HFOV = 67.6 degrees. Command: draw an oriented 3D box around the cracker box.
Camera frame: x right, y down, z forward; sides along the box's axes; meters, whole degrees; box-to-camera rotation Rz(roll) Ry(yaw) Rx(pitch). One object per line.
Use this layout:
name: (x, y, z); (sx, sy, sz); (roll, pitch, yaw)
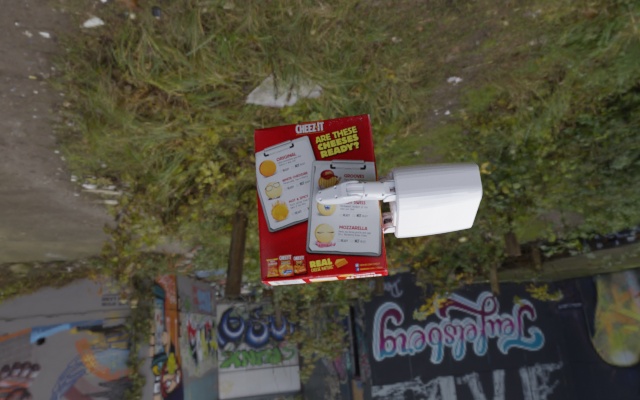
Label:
cracker box: (0.000, 0.002, 0.655); (0.164, 0.213, 0.072); (-7, -15, 7)
